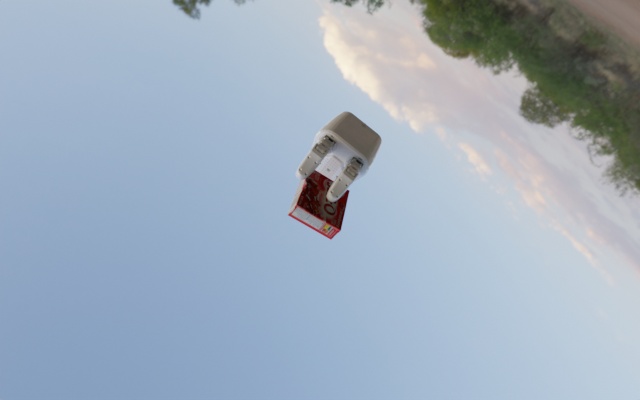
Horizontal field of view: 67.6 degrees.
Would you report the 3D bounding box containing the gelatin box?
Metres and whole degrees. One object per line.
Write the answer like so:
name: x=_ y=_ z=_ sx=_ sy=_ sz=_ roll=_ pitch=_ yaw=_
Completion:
gelatin box: x=0.000 y=0.003 z=0.686 sx=0.073 sy=0.089 sz=0.030 roll=31 pitch=-48 yaw=-13
